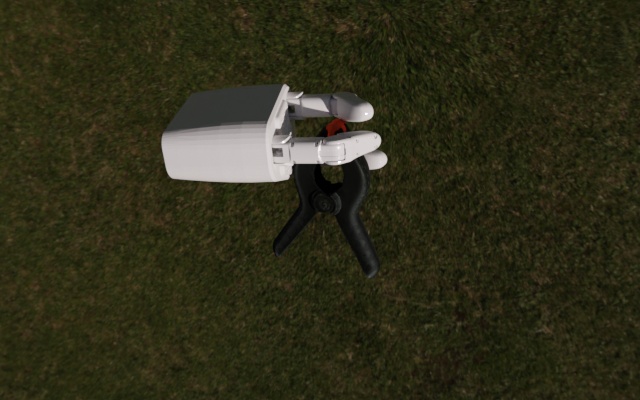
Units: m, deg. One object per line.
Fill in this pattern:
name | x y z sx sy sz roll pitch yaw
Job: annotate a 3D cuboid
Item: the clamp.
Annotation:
clamp | 0.000 0.002 0.495 0.120 0.171 0.039 0 22 12
